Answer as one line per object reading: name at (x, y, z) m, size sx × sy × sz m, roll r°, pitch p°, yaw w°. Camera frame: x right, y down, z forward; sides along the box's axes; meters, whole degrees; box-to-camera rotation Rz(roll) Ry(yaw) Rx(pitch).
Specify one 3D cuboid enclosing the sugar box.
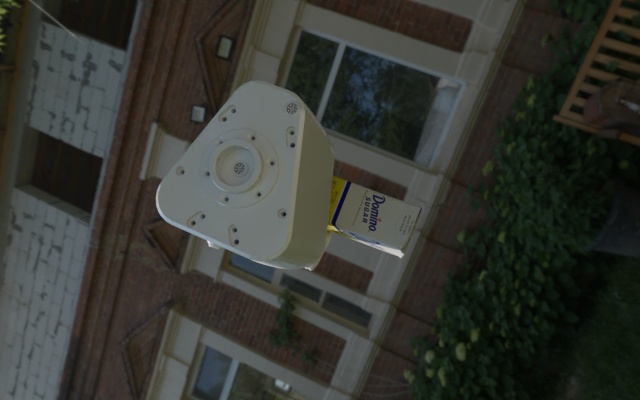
sugar box at (0.000, 0.002, 0.435) m, size 0.176 × 0.048 × 0.093 m, roll 23°, pitch -6°, yaw 12°
